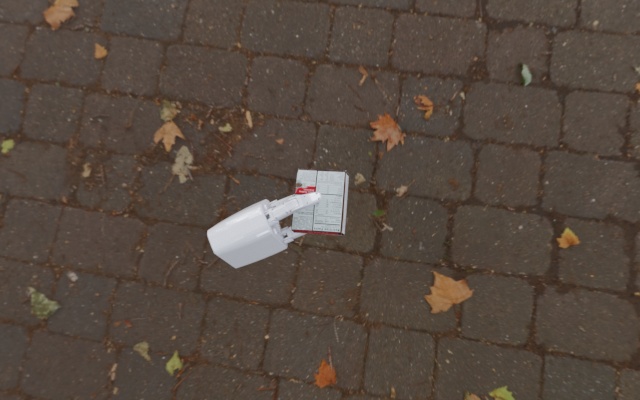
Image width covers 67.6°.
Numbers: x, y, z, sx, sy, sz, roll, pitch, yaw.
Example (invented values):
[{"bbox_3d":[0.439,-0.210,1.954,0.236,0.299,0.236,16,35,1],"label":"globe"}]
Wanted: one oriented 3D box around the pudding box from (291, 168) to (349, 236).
[{"bbox_3d":[0.000,0.003,0.828,0.090,0.113,0.039,4,-8,10],"label":"pudding box"}]
